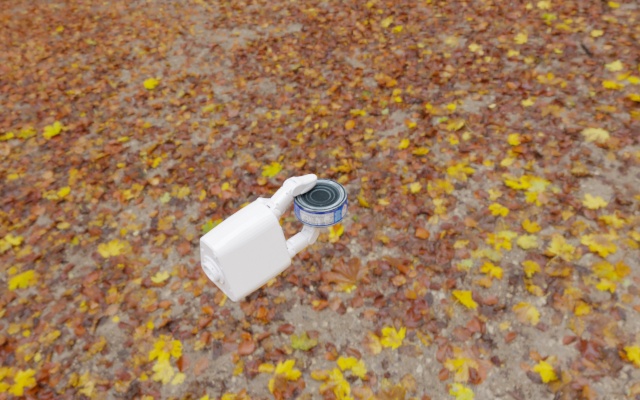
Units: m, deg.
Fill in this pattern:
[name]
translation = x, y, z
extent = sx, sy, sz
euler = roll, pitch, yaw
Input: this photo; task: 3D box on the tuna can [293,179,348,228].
[tuna can]
translation = 0.000, 0.002, 0.754
extent = 0.086, 0.034, 0.086
euler = -1, 39, 1
